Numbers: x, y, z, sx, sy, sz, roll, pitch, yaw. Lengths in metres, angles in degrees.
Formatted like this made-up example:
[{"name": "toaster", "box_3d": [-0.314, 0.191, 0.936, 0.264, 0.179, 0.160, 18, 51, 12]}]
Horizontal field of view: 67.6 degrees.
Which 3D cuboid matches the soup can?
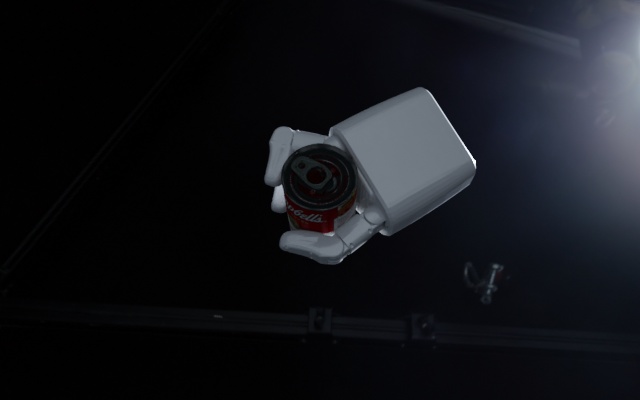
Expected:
[{"name": "soup can", "box_3d": [0.000, 0.002, 0.460, 0.068, 0.068, 0.102, 0, -28, 1]}]
